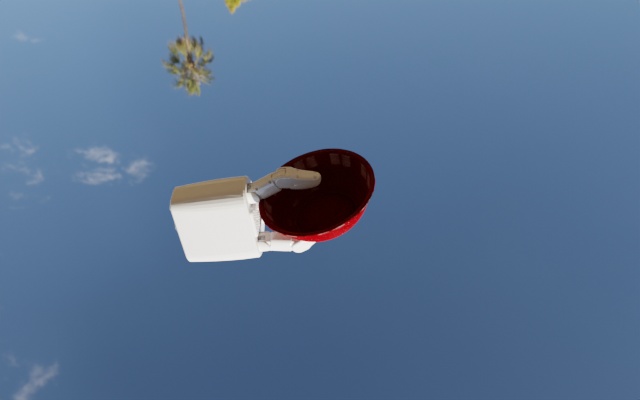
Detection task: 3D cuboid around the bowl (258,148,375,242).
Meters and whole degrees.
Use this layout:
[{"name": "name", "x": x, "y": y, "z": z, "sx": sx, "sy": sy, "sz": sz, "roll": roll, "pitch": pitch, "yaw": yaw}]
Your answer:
[{"name": "bowl", "x": 0.001, "y": 0.002, "z": 0.649, "sx": 0.162, "sy": 0.162, "sz": 0.055, "roll": 0, "pitch": -43, "yaw": 23}]
